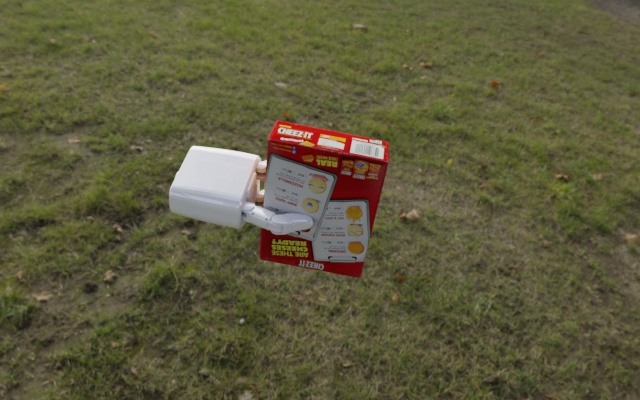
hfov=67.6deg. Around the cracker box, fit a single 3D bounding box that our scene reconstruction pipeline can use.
[{"bbox_3d":[0.000,0.002,0.706,0.164,0.214,0.072,10,35,2],"label":"cracker box"}]
